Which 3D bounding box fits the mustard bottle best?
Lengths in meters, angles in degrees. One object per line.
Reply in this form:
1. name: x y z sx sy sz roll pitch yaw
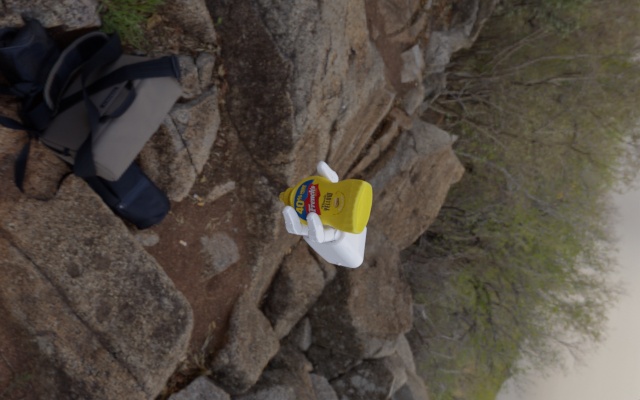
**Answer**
1. mustard bottle: 0.000 0.003 0.897 0.191 0.096 0.058 8 -5 36
